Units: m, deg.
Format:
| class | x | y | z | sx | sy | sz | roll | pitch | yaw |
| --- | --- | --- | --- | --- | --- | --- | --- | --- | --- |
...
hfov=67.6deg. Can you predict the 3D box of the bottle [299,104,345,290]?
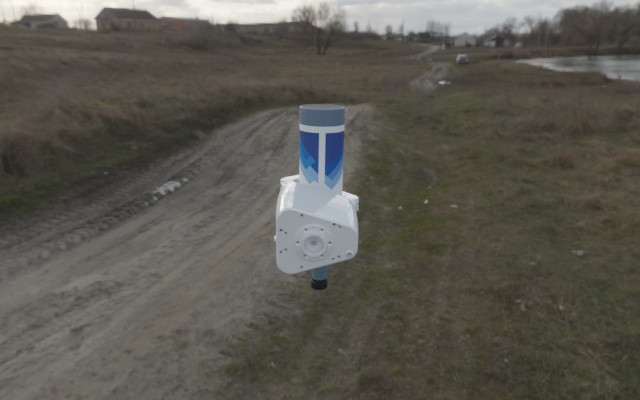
| class | x | y | z | sx | sy | sz | roll | pitch | yaw |
| --- | --- | --- | --- | --- | --- | --- | --- | --- | --- |
| bottle | 0.000 | 0.002 | 0.745 | 0.069 | 0.296 | 0.069 | 1 | 18 | 0 |
